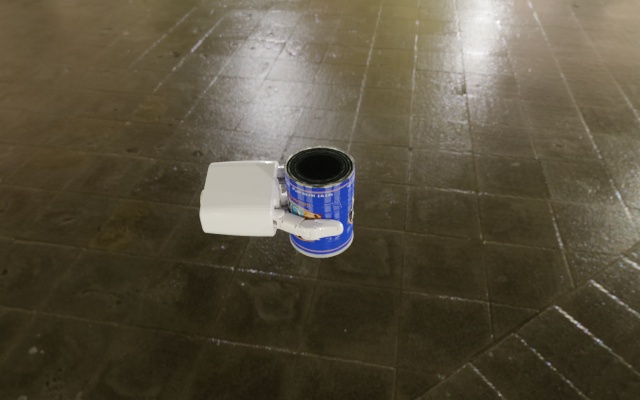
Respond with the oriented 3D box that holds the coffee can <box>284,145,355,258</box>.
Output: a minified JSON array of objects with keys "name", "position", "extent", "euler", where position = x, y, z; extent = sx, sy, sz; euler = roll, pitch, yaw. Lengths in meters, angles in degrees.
[{"name":"coffee can","position":[0.000,0.003,0.729],"extent":[0.103,0.140,0.102],"euler":[-1,40,1]}]
